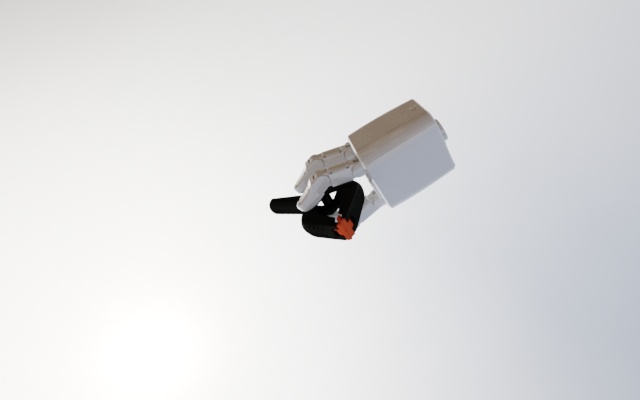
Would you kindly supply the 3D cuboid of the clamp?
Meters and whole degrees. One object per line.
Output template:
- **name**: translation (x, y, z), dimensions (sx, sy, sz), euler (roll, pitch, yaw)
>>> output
- **clamp**: translation (0.001, 0.003, 0.662), dimensions (0.164, 0.036, 0.210), euler (-35, 26, 10)
